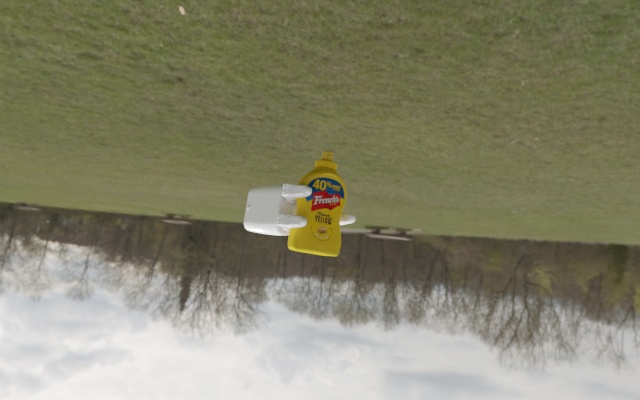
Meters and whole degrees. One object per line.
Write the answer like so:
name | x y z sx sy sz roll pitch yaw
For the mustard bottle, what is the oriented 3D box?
mustard bottle | 0.000 0.003 0.883 0.096 0.191 0.058 12 -10 -23
